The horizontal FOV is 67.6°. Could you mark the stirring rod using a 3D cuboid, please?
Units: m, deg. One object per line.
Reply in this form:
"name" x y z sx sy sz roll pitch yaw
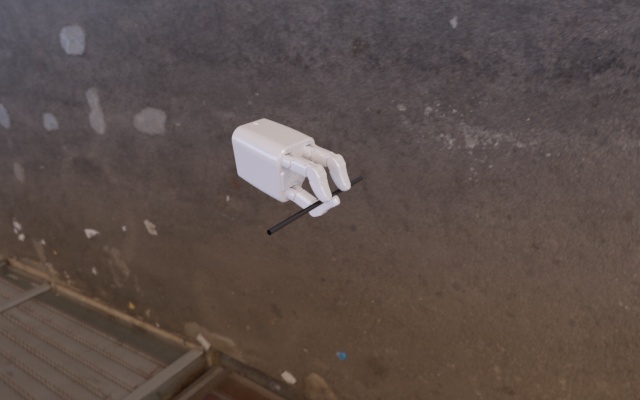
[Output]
"stirring rod" 0.000 0.002 0.734 0.011 0.011 0.239 0 20 38
